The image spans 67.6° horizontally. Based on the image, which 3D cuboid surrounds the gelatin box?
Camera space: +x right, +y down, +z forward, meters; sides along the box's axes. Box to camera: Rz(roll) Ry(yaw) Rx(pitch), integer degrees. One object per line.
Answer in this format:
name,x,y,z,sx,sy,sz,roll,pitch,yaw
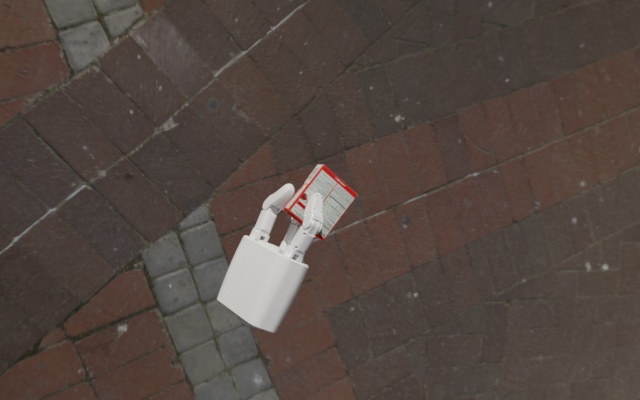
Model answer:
gelatin box,0.000,0.002,0.710,0.073,0.089,0.030,40,-8,-18
